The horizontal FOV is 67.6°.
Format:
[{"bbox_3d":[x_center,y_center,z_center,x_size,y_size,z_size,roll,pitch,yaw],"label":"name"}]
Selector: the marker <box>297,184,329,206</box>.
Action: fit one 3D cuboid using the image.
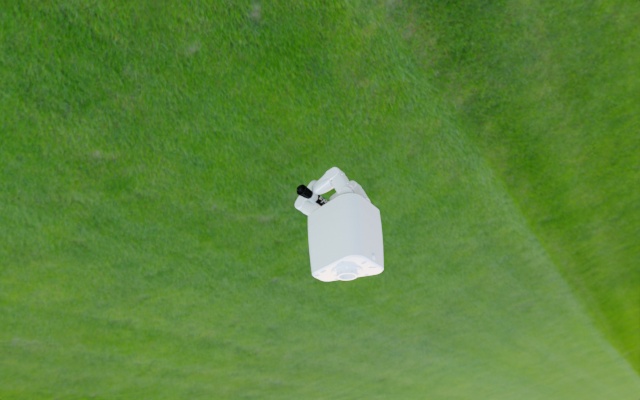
[{"bbox_3d":[0.000,0.003,0.813,0.020,0.020,0.121,0,-22,38],"label":"marker"}]
